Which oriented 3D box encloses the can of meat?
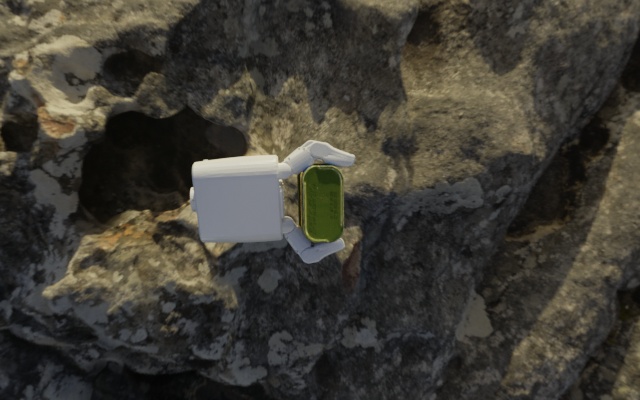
[{"bbox_3d":[0.000,0.002,0.626,0.057,0.102,0.084,-2,4,-4],"label":"can of meat"}]
